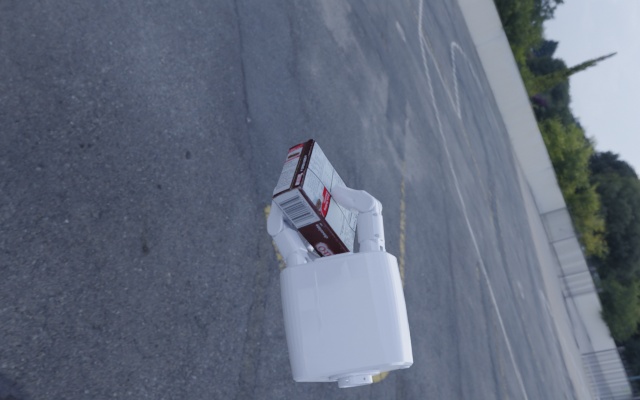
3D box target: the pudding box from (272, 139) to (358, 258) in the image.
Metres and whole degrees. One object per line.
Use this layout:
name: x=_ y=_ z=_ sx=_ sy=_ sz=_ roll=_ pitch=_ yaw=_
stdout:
pudding box: x=0.000 y=0.002 z=0.535 sx=0.039 sy=0.113 sz=0.090 roll=-19 pitch=35 yaw=25
